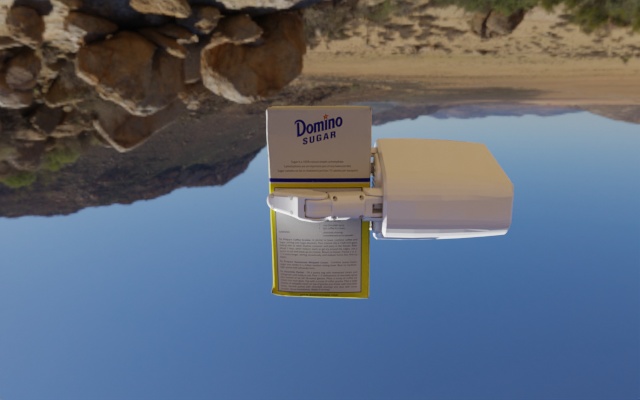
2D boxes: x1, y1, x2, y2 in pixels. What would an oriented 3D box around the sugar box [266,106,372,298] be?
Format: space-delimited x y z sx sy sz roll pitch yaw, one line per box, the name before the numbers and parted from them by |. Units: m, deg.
sugar box | 0.000 0.001 0.445 0.093 0.176 0.048 1 11 3
